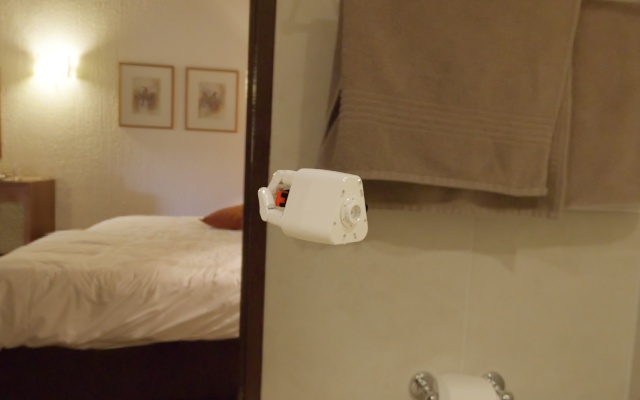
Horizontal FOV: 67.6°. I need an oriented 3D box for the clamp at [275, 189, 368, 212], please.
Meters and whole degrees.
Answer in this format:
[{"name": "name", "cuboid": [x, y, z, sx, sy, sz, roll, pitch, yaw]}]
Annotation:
[{"name": "clamp", "cuboid": [0.000, 0.002, 0.864, 0.120, 0.039, 0.171, 10, 9, 44]}]
